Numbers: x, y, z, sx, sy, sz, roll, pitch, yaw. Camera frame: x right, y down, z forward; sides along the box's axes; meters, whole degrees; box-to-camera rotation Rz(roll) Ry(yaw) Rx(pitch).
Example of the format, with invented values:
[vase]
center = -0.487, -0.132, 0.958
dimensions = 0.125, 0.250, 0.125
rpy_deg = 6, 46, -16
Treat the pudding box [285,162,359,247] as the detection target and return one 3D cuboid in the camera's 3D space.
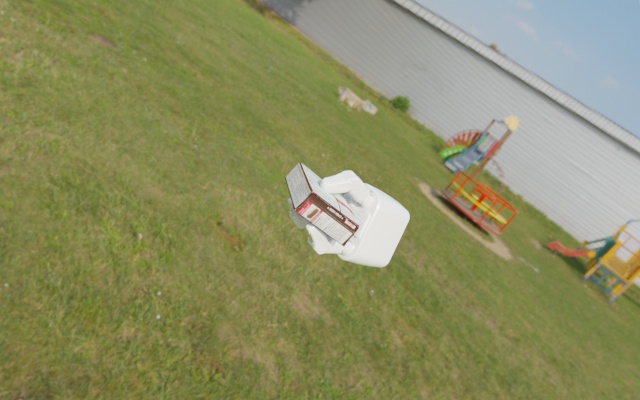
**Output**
[pudding box]
center = 0.000, 0.002, 0.659
dimensions = 0.090, 0.039, 0.113
rpy_deg = 36, 12, -23
